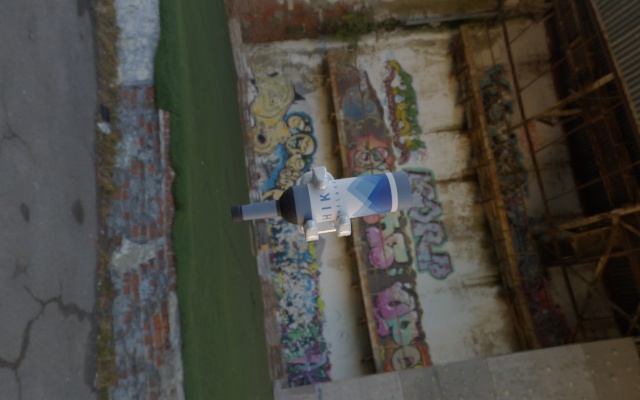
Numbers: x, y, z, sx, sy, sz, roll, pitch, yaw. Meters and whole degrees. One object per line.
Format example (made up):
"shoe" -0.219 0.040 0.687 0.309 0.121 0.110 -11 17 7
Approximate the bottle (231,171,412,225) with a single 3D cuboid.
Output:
"bottle" 0.000 0.003 0.798 0.296 0.069 0.069 -8 1 -5
